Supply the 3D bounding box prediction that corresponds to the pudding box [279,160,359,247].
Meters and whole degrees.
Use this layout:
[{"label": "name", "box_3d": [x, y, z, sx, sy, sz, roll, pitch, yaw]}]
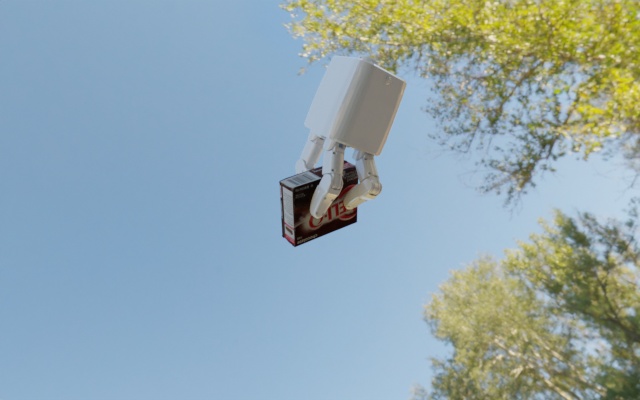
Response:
[{"label": "pudding box", "box_3d": [0.000, 0.002, 0.654, 0.113, 0.090, 0.039, -19, 32, -30]}]
